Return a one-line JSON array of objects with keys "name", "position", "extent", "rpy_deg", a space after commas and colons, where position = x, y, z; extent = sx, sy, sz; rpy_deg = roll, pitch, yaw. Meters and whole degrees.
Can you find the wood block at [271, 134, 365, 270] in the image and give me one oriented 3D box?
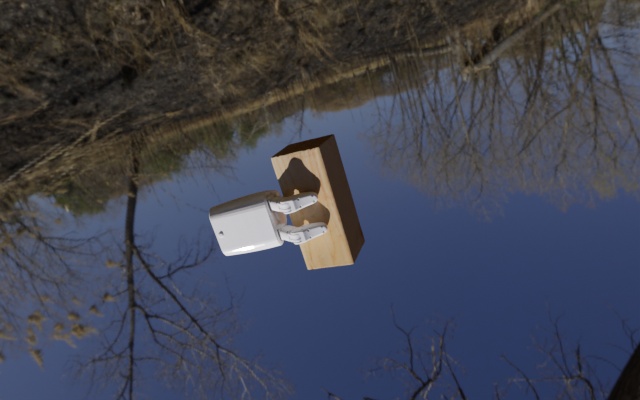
[{"name": "wood block", "position": [0.000, 0.003, 0.821], "extent": [0.090, 0.206, 0.090], "rpy_deg": [-10, 18, 21]}]
